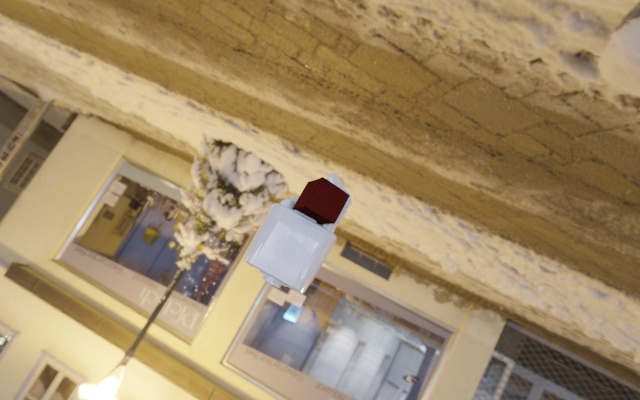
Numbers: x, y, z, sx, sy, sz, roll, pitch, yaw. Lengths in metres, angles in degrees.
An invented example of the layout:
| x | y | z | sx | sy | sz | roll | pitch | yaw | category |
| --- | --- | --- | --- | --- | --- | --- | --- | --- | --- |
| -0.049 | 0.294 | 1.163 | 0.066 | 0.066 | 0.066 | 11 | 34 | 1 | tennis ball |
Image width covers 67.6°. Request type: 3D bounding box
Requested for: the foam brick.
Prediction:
| x | y | z | sx | sy | sz | roll | pitch | yaw | category |
| --- | --- | --- | --- | --- | --- | --- | --- | --- | --- |
| 0.000 | 0.002 | 0.729 | 0.053 | 0.051 | 0.078 | 32 | -12 | -13 | foam brick |
